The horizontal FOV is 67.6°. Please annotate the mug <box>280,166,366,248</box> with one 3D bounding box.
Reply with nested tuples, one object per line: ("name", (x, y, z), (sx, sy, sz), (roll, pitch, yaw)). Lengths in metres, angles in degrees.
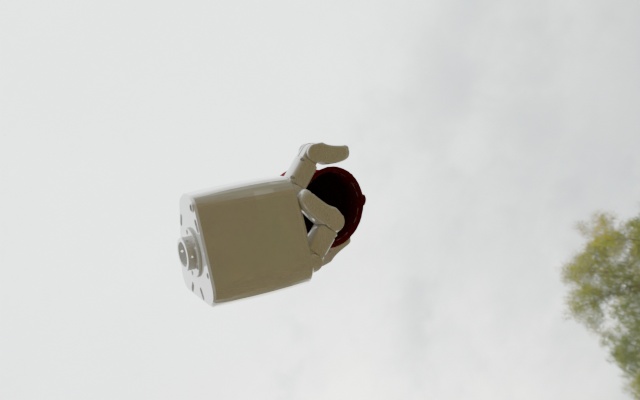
("mug", (0.001, 0.002, 0.576), (0.117, 0.093, 0.081), (-10, 12, -33))
